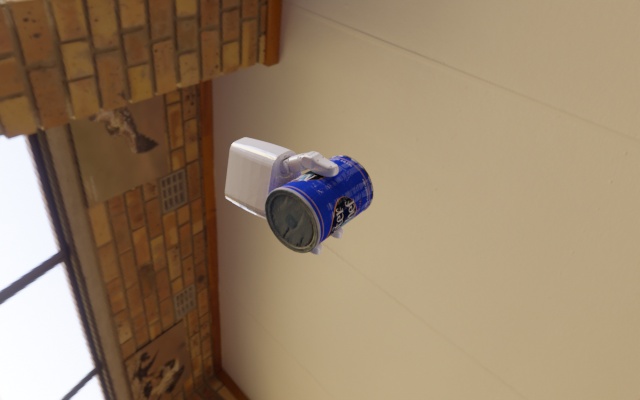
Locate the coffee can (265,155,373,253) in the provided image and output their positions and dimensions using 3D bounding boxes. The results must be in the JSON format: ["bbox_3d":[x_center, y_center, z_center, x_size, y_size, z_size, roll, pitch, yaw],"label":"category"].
[{"bbox_3d":[0.000,0.002,0.728,0.103,0.103,0.140,0,24,43],"label":"coffee can"}]
